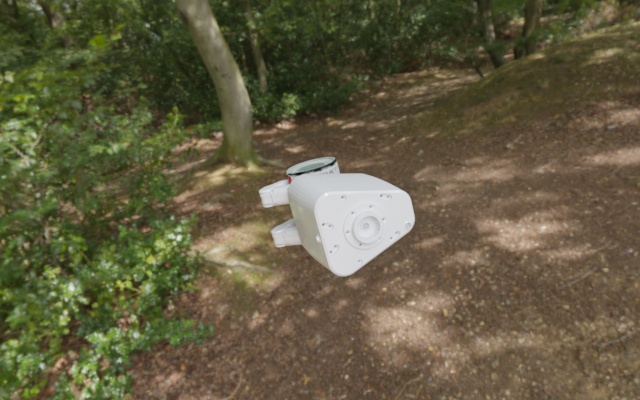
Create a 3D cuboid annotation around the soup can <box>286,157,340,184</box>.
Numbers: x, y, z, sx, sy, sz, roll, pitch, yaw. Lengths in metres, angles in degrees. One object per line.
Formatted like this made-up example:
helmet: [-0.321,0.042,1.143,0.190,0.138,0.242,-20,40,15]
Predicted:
soup can: [0.000,0.002,0.618,0.068,0.102,0.068,-14,15,4]
